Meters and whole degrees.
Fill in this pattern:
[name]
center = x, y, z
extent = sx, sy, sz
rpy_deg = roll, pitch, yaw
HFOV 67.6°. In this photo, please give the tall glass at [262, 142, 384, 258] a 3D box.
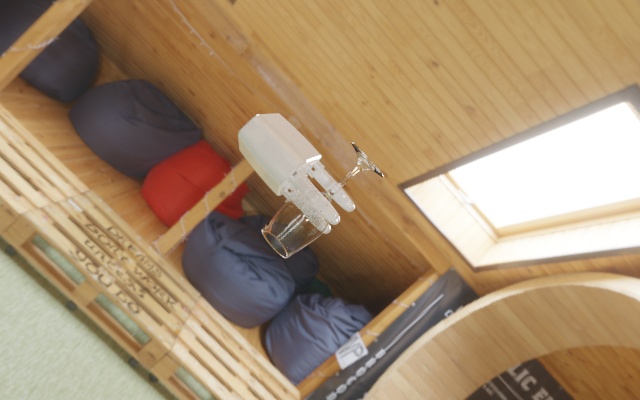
[tall glass]
center = 0.001, 0.002, 0.754
extent = 0.201, 0.079, 0.079
rpy_deg = -43, -3, 4
